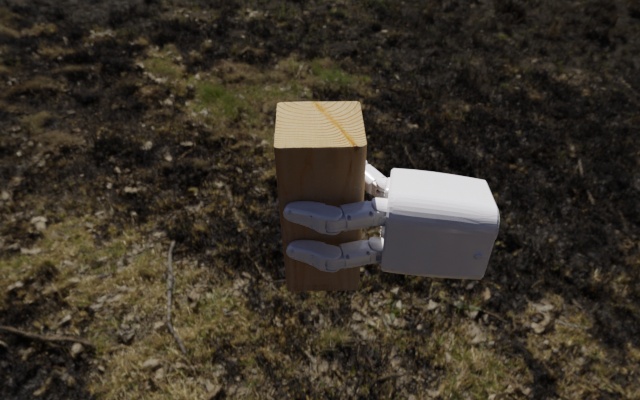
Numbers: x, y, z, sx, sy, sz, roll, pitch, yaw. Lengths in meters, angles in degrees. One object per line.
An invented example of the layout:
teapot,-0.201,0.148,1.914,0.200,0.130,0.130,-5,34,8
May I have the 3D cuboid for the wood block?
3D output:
wood block,0.000,0.001,0.540,0.090,0.206,0.090,-1,40,0
